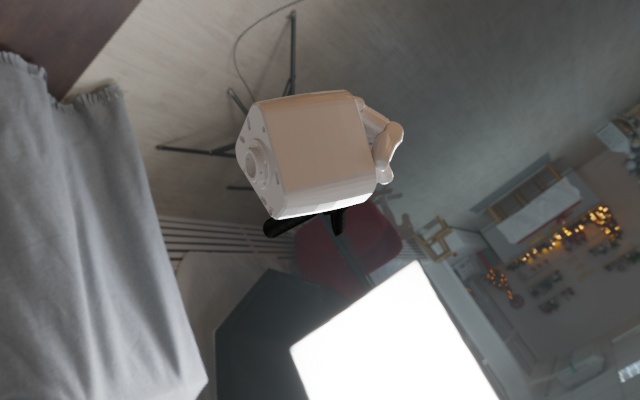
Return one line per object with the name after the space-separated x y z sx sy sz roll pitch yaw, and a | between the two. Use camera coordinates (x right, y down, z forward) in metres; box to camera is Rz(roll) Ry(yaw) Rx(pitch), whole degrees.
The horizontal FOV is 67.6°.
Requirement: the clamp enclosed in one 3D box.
0.000 0.002 0.590 0.120 0.039 0.172 -10 -30 -27 | clamp
